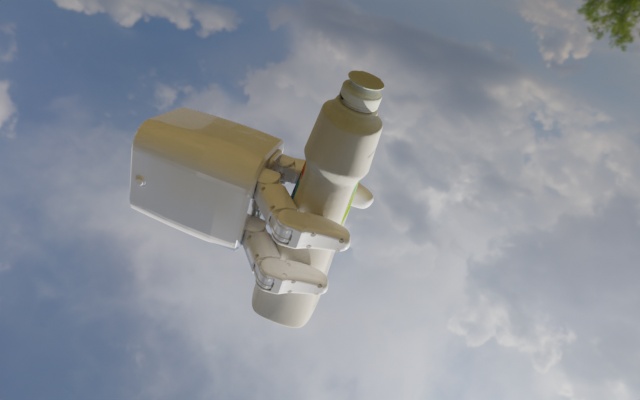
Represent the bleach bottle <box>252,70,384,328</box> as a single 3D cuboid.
[{"bbox_3d":[0.000,0.002,0.428,0.068,0.251,0.102,20,37,0],"label":"bleach bottle"}]
